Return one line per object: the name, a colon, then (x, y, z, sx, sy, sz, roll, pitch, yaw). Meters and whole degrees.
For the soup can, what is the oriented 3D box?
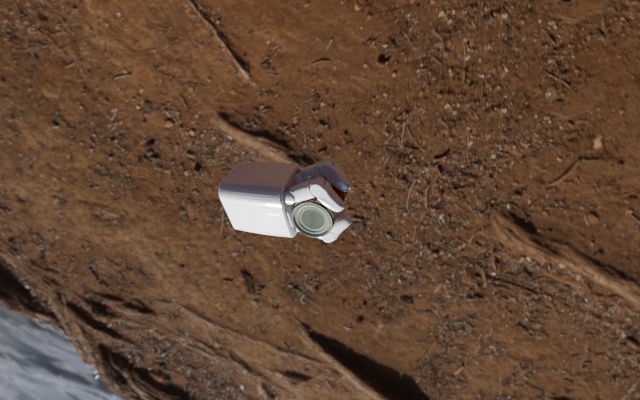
soup can: (0.001, 0.003, 0.754, 0.068, 0.068, 0.102, 0, 32, 18)
